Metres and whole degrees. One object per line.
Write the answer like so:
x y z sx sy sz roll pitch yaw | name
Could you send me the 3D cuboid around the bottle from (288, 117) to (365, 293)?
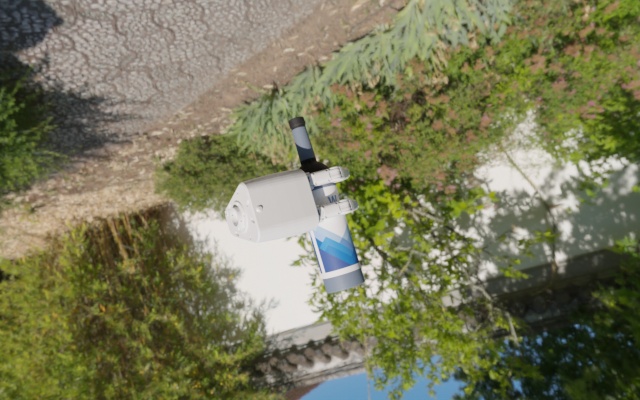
0.000 0.003 0.800 0.069 0.295 0.069 -17 -4 -1 | bottle
